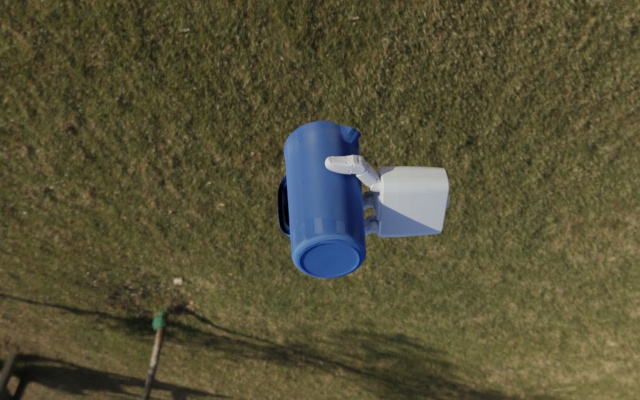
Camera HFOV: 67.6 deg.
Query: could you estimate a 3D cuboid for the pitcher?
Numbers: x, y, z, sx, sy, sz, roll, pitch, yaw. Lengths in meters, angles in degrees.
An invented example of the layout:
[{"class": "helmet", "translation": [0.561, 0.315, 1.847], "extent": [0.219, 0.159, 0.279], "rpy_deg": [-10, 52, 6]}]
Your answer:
[{"class": "pitcher", "translation": [0.000, 0.002, 0.769], "extent": [0.145, 0.242, 0.149], "rpy_deg": [0, -42, -3]}]
